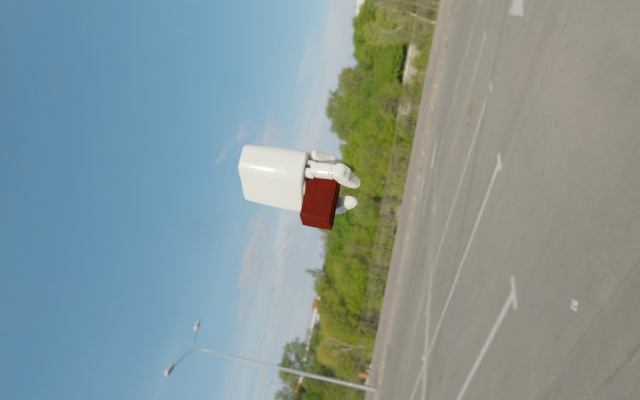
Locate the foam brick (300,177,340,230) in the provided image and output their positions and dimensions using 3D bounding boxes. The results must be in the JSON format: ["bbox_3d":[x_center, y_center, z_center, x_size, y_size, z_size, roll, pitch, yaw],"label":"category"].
[{"bbox_3d":[0.000,0.003,0.776,0.051,0.078,0.053,10,-19,6],"label":"foam brick"}]
